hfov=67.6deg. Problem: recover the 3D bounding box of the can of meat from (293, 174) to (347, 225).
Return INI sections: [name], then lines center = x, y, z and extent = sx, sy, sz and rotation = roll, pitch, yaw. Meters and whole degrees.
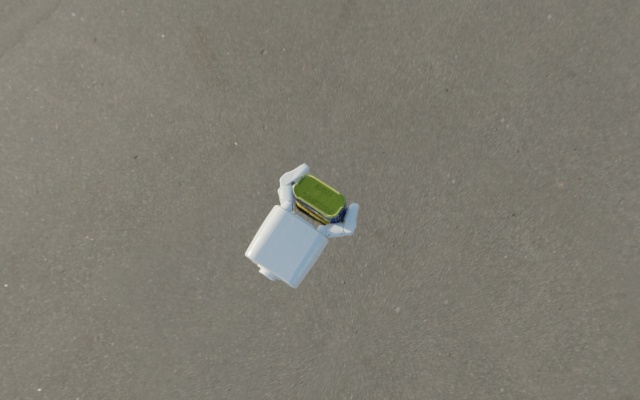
[can of meat]
center = 0.000, 0.003, 0.877
extent = 0.102, 0.057, 0.084
rotation = 32, -12, 12
